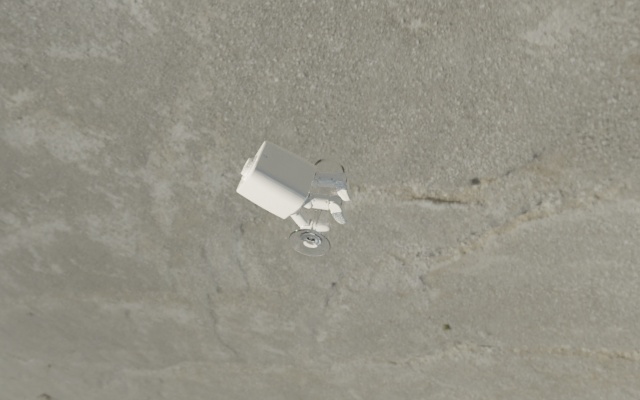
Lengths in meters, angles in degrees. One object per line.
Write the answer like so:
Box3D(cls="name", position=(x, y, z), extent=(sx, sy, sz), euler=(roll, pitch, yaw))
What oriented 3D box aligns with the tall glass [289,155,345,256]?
Box3D(cls="tall glass", position=(0.000, 0.004, 0.899), extent=(0.079, 0.201, 0.079), euler=(8, -42, 8))
